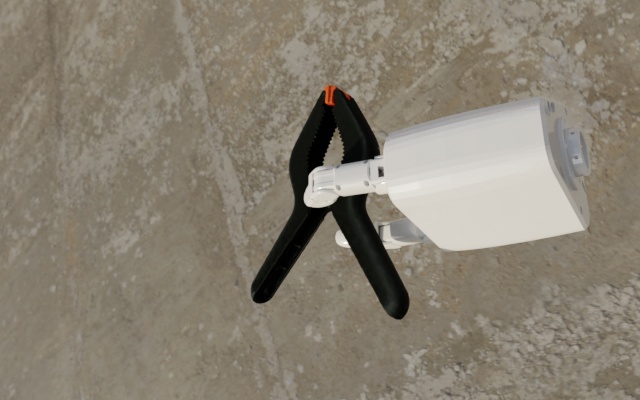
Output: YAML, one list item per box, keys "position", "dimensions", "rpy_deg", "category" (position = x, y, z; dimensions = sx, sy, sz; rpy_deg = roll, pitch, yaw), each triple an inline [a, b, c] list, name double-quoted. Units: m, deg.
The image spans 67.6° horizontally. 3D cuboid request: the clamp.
- position: [0.000, 0.001, 0.431]
  dimensions: [0.164, 0.210, 0.036]
  rpy_deg: [-12, -19, 36]
  category: "clamp"
